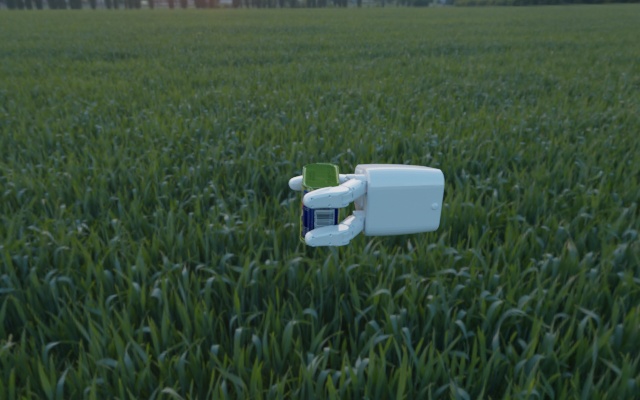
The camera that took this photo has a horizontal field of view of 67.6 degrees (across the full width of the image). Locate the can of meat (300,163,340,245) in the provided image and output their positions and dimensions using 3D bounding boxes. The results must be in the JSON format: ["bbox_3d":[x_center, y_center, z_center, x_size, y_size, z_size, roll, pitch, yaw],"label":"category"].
[{"bbox_3d":[0.000,0.002,0.670,0.057,0.084,0.102,1,25,-1],"label":"can of meat"}]
